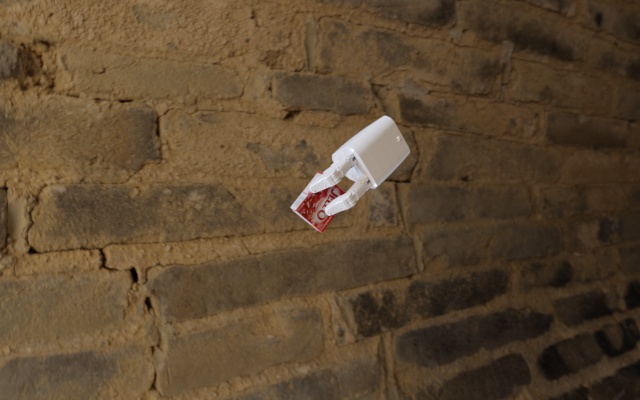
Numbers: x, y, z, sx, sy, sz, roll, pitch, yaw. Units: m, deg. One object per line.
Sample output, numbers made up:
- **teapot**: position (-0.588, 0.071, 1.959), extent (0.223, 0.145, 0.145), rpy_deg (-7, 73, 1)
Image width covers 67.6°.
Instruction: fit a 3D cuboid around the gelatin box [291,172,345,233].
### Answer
- **gelatin box**: position (0.000, 0.003, 0.892), extent (0.073, 0.089, 0.030), rpy_deg (41, -8, -26)
